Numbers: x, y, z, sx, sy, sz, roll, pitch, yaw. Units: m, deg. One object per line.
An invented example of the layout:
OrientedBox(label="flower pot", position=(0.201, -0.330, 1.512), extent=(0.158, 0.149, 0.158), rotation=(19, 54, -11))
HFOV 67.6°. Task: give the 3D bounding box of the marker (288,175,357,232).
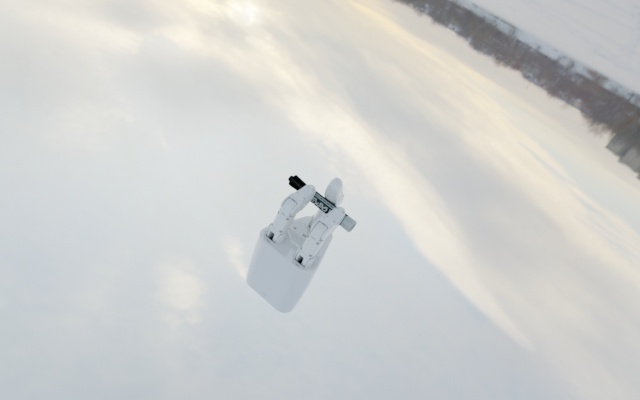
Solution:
OrientedBox(label="marker", position=(0.000, 0.002, 0.689), extent=(0.121, 0.020, 0.020), rotation=(38, 13, 17))
